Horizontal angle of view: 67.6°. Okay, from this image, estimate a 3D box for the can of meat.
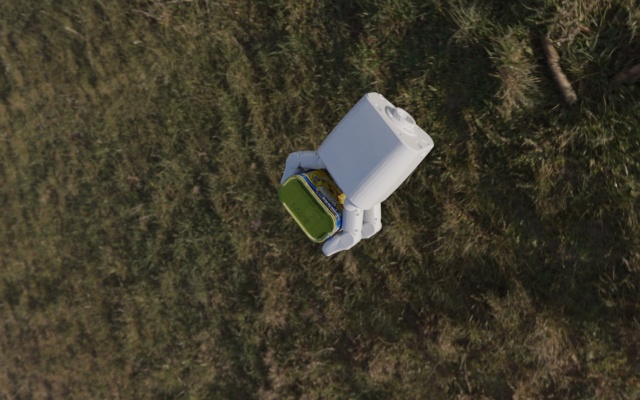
[{"bbox_3d":[0.000,0.002,0.669,0.057,0.102,0.084,-45,-11,31],"label":"can of meat"}]
